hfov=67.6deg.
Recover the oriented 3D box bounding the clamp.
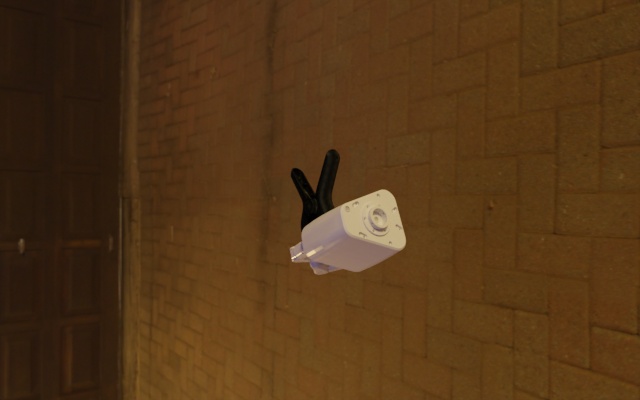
[{"bbox_3d":[0.000,0.003,0.781,0.039,0.171,0.120,0,-22,-33],"label":"clamp"}]
